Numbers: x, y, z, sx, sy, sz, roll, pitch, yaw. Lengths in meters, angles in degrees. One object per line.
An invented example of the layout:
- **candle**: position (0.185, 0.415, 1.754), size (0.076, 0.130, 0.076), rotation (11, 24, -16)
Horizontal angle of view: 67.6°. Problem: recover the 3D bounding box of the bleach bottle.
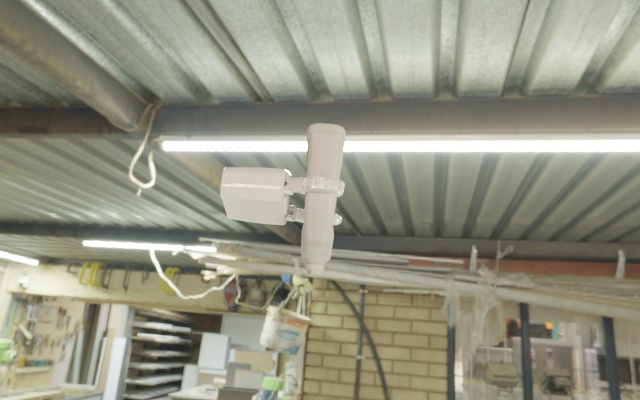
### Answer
- **bleach bottle**: position (0.000, 0.003, 0.818), size (0.068, 0.250, 0.103), rotation (5, -17, 2)
